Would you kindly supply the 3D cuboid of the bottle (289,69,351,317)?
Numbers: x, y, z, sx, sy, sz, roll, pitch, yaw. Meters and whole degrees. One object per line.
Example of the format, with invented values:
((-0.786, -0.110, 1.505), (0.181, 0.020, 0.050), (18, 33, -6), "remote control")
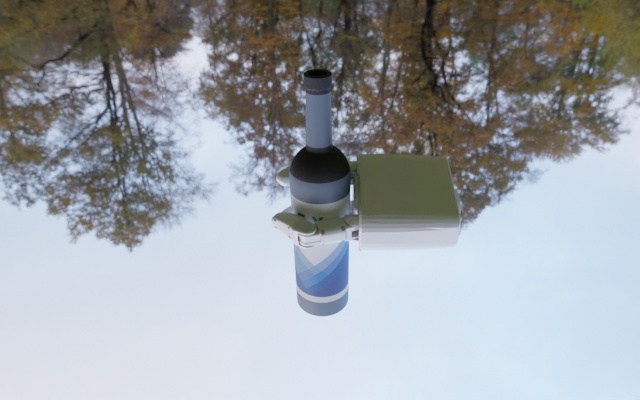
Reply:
((0.000, 0.002, 0.536), (0.069, 0.296, 0.069), (-1, 33, 1), "bottle")
